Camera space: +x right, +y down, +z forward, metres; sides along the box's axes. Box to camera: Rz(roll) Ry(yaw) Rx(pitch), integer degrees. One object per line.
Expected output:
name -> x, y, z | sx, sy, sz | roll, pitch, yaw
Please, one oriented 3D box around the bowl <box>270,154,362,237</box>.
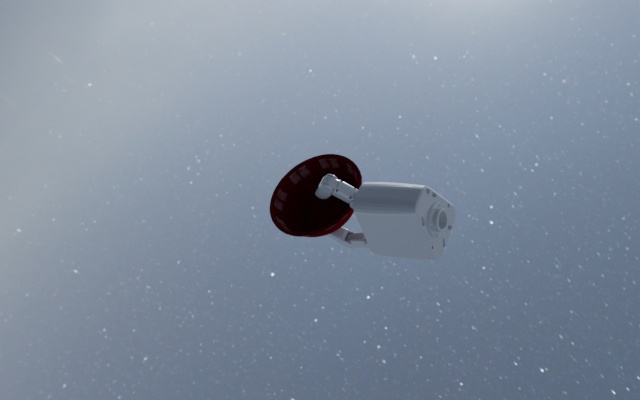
bowl -> -0.001, 0.002, 0.779 | 0.162, 0.162, 0.055 | 0, -35, 29
